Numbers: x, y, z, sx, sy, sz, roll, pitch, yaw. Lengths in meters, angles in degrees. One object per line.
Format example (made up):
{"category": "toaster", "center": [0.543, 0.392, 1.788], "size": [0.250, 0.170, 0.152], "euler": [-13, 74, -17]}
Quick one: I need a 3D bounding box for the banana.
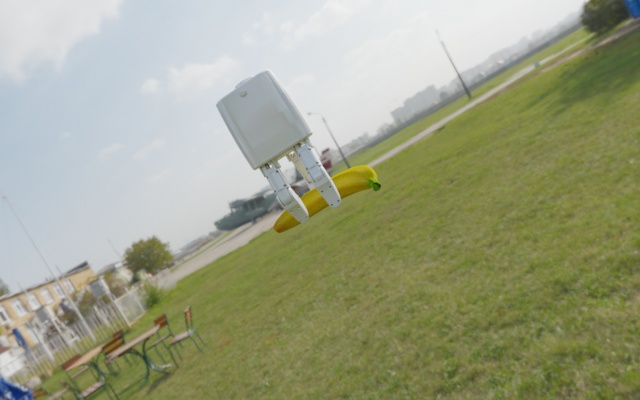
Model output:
{"category": "banana", "center": [0.010, -0.007, 0.698], "size": [0.198, 0.037, 0.069], "euler": [-27, 11, 35]}
